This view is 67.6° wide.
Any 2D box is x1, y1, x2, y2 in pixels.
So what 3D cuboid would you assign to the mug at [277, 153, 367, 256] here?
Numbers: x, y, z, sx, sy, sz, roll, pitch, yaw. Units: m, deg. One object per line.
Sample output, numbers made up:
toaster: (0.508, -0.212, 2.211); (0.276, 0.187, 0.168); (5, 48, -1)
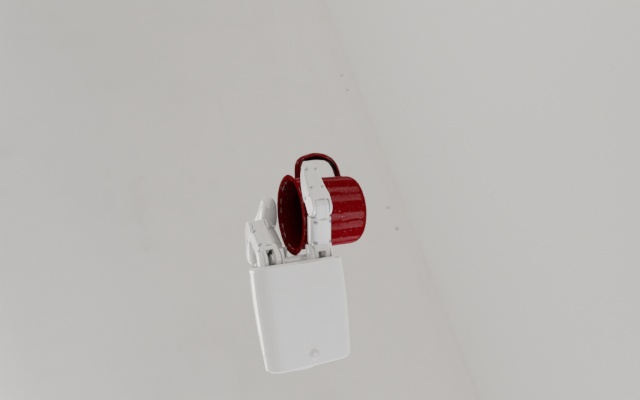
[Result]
mug: (0.000, 0.000, 0.564); (0.081, 0.117, 0.093); (-5, -5, -23)
